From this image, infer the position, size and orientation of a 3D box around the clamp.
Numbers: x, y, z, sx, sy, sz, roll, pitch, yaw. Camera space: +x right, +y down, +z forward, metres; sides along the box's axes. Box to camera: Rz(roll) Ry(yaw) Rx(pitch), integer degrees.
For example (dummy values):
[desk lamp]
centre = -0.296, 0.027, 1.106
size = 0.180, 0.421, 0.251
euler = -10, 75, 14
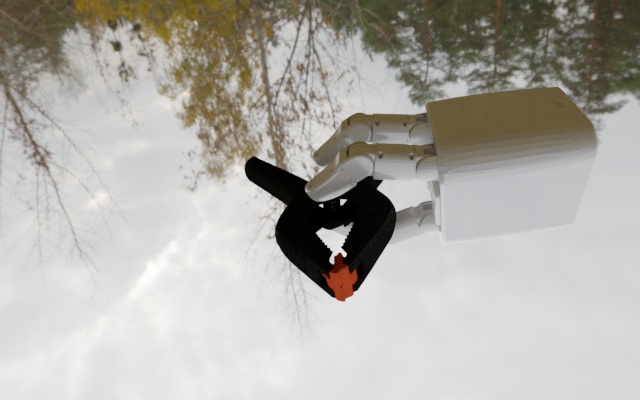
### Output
[clamp]
centre = 0.000, 0.002, 0.400
size = 0.164, 0.036, 0.209
euler = -9, 32, 10
